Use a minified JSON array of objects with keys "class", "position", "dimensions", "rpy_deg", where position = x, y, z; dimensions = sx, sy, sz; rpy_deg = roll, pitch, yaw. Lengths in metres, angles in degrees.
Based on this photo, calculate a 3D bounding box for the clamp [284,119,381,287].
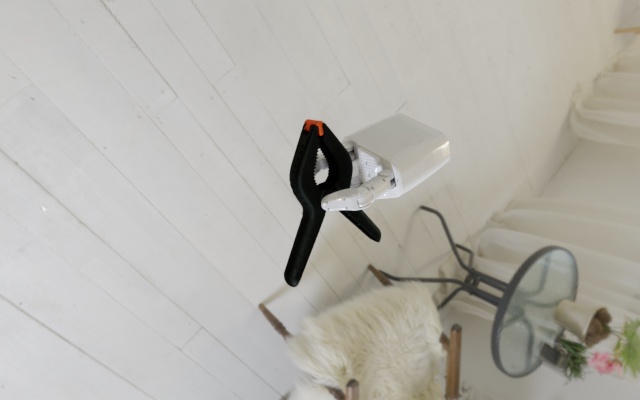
[{"class":"clamp","position":[0.001,0.002,0.620],"dimensions":[0.164,0.210,0.036],"rpy_deg":[-31,29,-29]}]
